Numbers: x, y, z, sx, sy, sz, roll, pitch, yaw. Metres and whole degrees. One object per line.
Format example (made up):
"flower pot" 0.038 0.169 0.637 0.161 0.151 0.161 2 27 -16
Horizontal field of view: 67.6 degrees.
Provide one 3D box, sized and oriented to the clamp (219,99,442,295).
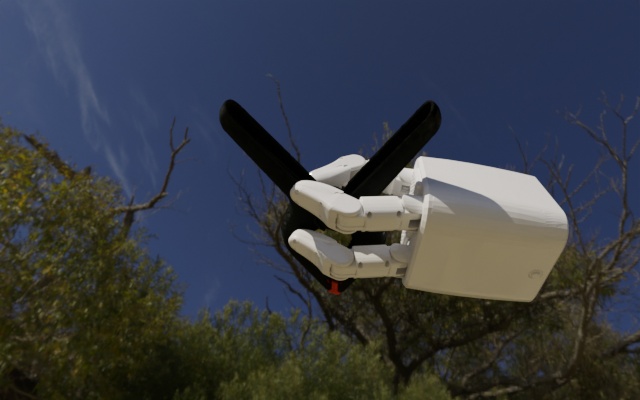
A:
"clamp" 0.000 0.001 0.411 0.164 0.210 0.036 8 41 3
